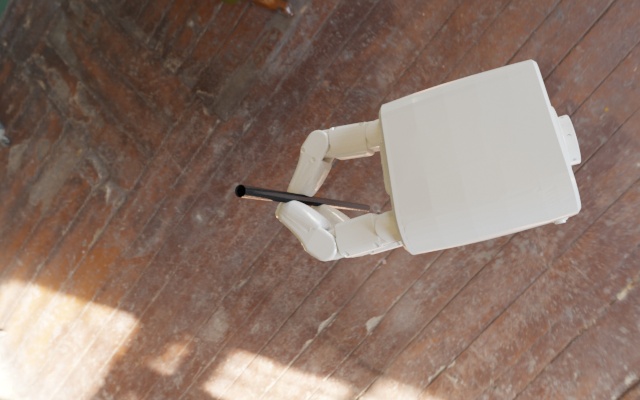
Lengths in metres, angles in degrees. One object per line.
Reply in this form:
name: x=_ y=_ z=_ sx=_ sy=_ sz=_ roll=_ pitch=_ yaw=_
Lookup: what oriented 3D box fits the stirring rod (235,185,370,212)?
stirring rod: x=0.000 y=0.001 z=0.403 sx=0.011 sy=0.011 sz=0.239 roll=0 pitch=-3 yaw=24
